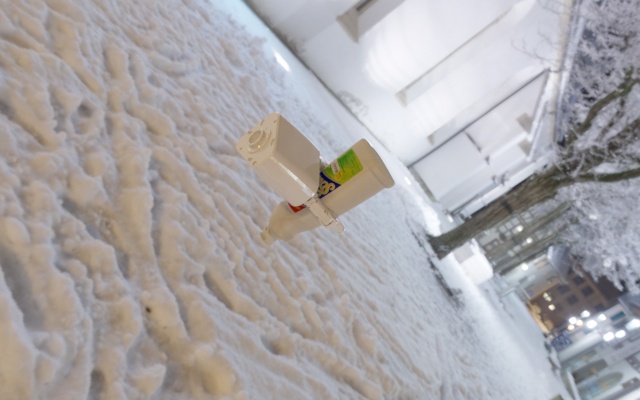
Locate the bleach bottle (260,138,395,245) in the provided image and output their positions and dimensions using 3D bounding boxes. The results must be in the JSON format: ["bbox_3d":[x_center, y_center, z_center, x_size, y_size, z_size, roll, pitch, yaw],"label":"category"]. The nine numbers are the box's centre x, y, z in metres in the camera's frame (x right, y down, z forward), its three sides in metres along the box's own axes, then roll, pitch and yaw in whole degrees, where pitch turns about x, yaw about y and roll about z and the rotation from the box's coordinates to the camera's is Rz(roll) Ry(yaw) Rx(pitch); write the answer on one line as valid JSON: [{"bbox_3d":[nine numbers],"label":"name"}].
[{"bbox_3d":[0.000,0.003,0.826,0.251,0.102,0.068,-36,-50,14],"label":"bleach bottle"}]
